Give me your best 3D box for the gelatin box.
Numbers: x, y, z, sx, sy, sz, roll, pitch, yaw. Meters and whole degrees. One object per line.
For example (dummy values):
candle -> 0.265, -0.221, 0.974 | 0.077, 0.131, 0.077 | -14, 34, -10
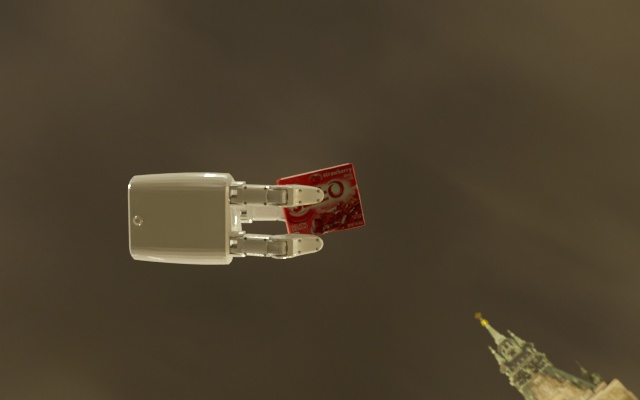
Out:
gelatin box -> 0.000, 0.002, 0.549 | 0.089, 0.073, 0.030 | -13, 6, -5
